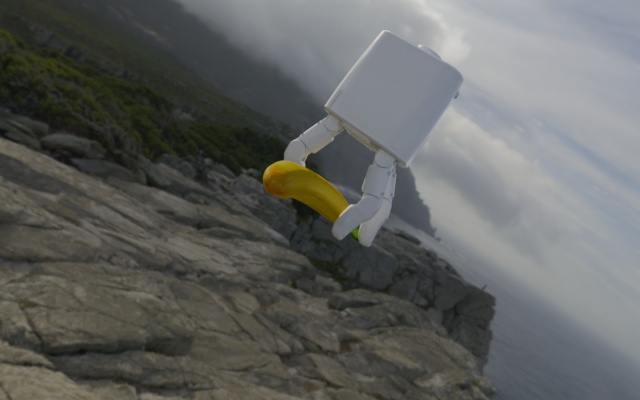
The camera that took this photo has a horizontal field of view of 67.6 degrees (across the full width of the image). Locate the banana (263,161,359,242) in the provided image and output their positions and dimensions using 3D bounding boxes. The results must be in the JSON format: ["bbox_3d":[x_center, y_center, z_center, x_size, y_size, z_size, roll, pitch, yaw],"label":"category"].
[{"bbox_3d":[-0.010,-0.008,0.506,0.069,0.037,0.198,43,7,33],"label":"banana"}]
